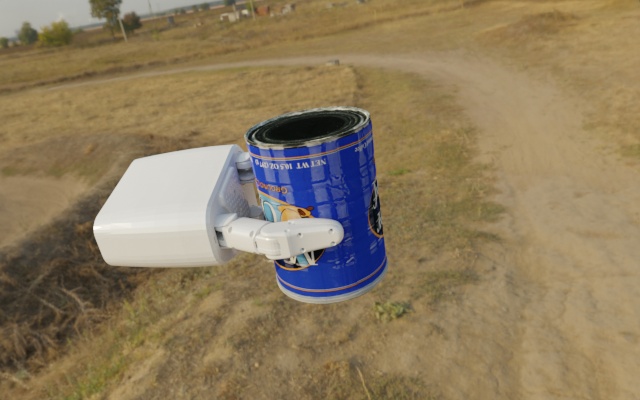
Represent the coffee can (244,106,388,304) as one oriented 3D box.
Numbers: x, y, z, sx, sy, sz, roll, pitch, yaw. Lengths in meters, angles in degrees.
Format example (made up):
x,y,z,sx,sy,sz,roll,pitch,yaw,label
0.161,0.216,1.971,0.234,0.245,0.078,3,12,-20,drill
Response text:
x,y,z,sx,sy,sz,roll,pitch,yaw,label
0.000,0.001,0.410,0.103,0.140,0.102,-8,24,4,coffee can
